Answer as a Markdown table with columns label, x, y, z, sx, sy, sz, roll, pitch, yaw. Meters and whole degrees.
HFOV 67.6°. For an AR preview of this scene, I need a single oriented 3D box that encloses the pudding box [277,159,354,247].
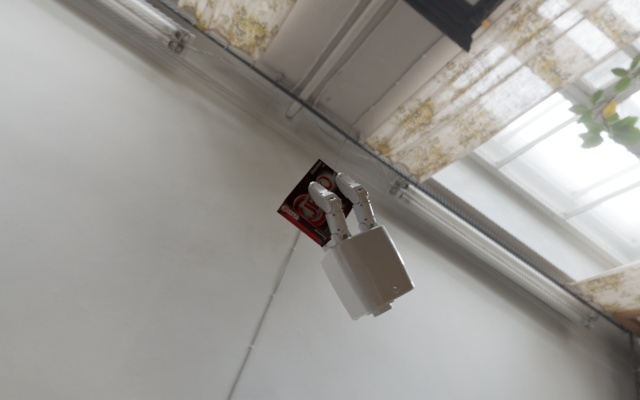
| label | x | y | z | sx | sy | sz | roll | pitch | yaw |
| --- | --- | --- | --- | --- | --- | --- | --- | --- | --- |
| pudding box | 0.000 | 0.003 | 0.732 | 0.113 | 0.090 | 0.039 | -54 | 4 | -41 |
